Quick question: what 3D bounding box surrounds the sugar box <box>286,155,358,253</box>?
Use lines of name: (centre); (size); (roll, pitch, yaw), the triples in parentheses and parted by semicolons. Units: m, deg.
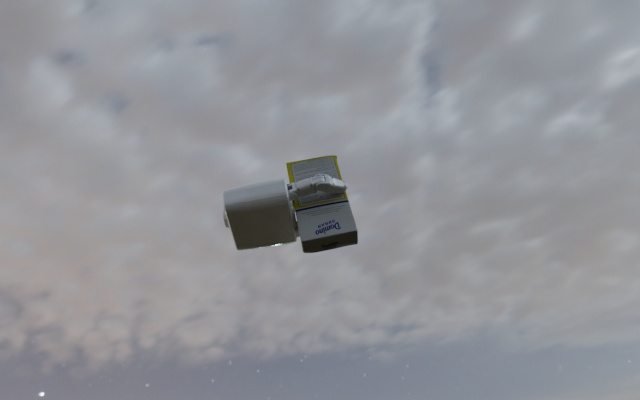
sugar box: (0.000, 0.003, 0.815); (0.093, 0.176, 0.048); (-10, -37, -3)
